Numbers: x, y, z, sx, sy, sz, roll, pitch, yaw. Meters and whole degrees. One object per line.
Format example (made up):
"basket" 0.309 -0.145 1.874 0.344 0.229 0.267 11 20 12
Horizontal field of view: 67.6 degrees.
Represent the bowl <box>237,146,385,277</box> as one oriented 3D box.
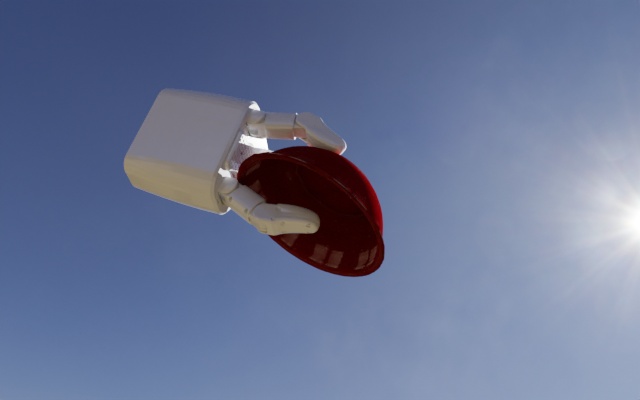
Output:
"bowl" 0.001 0.002 0.463 0.162 0.162 0.055 0 42 44
